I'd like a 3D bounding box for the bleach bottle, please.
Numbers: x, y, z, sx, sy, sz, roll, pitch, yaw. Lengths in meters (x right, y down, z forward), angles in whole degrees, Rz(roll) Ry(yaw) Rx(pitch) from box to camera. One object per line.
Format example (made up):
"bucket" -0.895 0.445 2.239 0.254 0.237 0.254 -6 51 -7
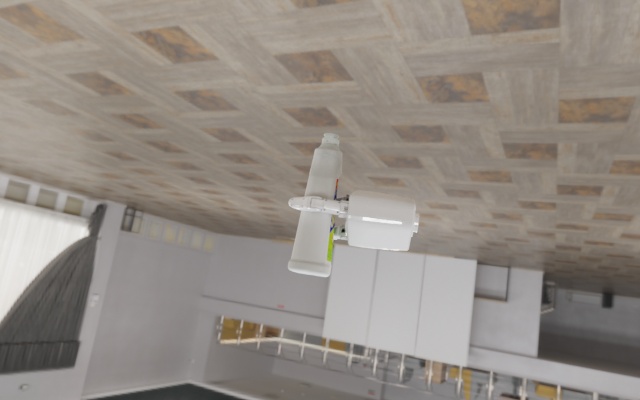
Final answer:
"bleach bottle" 0.000 0.003 0.831 0.068 0.250 0.102 7 -11 8
